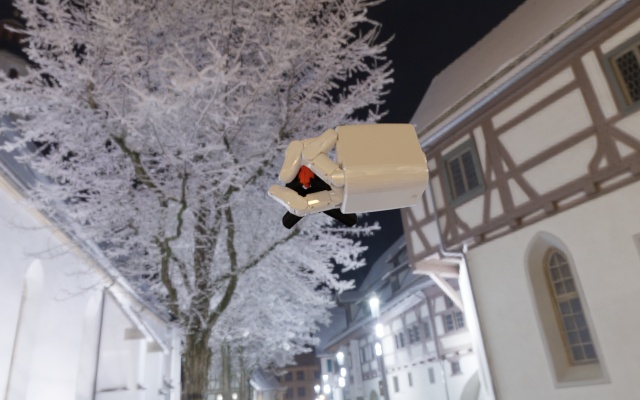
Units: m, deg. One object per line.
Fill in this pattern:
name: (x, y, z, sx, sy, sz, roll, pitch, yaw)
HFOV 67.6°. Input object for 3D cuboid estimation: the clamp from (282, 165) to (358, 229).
clamp: (0.000, 0.002, 0.708, 0.120, 0.039, 0.171, -4, -24, -4)
